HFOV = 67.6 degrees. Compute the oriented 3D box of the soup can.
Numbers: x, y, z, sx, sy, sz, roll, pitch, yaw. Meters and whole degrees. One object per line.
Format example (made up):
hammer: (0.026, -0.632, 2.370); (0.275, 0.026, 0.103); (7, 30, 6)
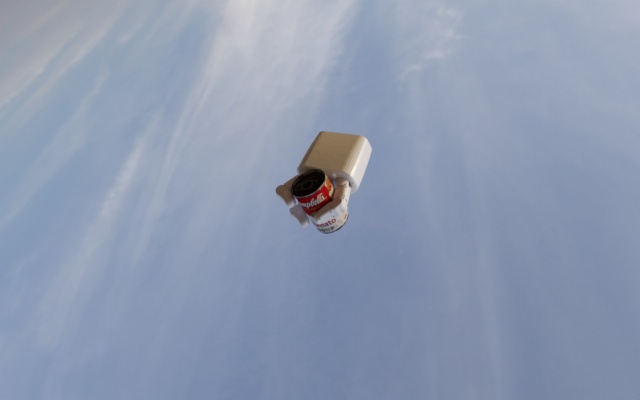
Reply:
soup can: (0.000, 0.003, 0.858); (0.068, 0.068, 0.102); (0, -42, 35)
